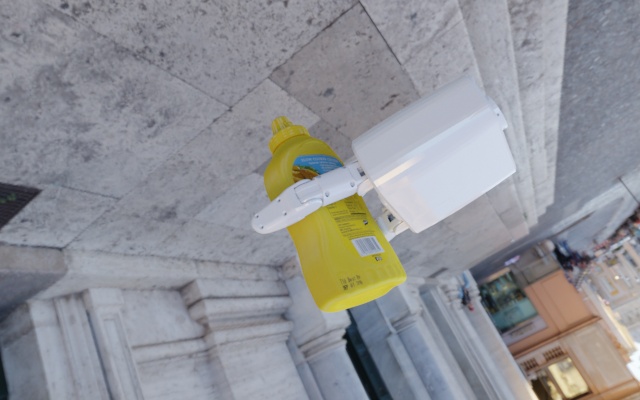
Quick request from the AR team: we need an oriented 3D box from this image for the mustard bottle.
[{"bbox_3d":[0.000,0.002,0.436,0.096,0.191,0.058,-4,-30,-46],"label":"mustard bottle"}]
